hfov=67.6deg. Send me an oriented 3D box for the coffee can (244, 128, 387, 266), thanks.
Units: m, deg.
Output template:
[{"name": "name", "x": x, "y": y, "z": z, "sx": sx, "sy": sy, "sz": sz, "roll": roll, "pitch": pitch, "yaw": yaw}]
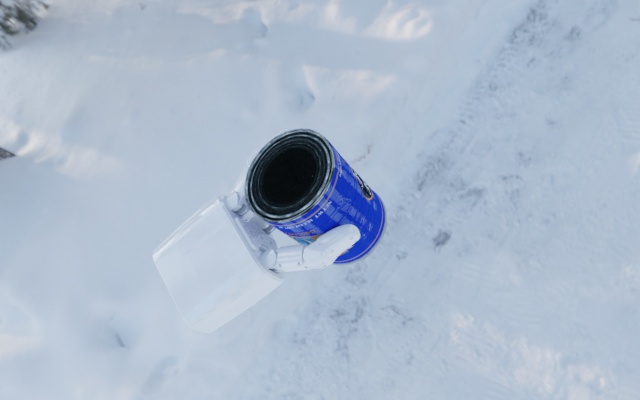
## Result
[{"name": "coffee can", "x": 0.000, "y": 0.002, "z": 0.519, "sx": 0.103, "sy": 0.102, "sz": 0.140, "roll": 0, "pitch": -24, "yaw": 31}]
